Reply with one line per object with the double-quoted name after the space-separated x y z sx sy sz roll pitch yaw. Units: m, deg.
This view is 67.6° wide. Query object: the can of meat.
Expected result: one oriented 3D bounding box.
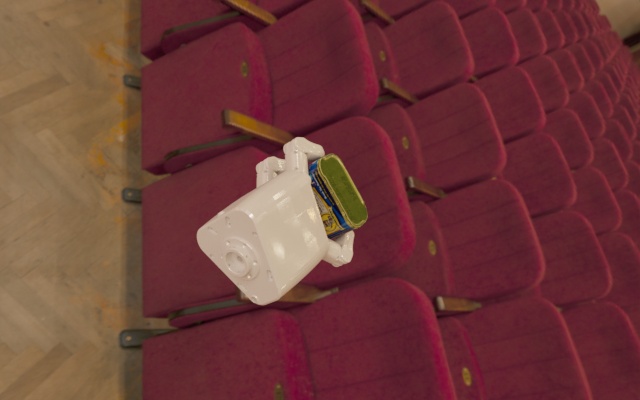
0.000 0.002 0.603 0.084 0.102 0.057 -27 5 36 "can of meat"
